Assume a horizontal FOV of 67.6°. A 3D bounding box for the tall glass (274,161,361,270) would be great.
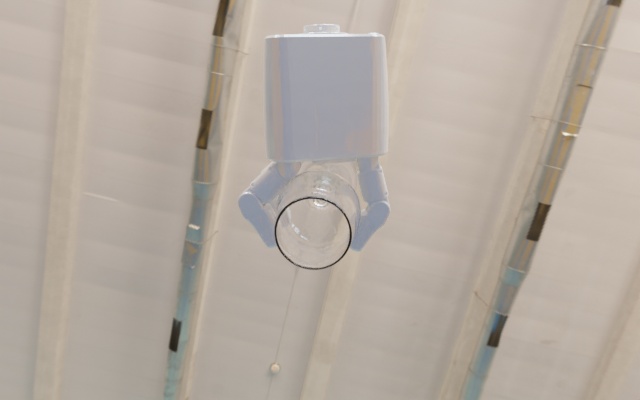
[{"bbox_3d":[0.000,0.002,0.472,0.079,0.079,0.201,0,15,4],"label":"tall glass"}]
